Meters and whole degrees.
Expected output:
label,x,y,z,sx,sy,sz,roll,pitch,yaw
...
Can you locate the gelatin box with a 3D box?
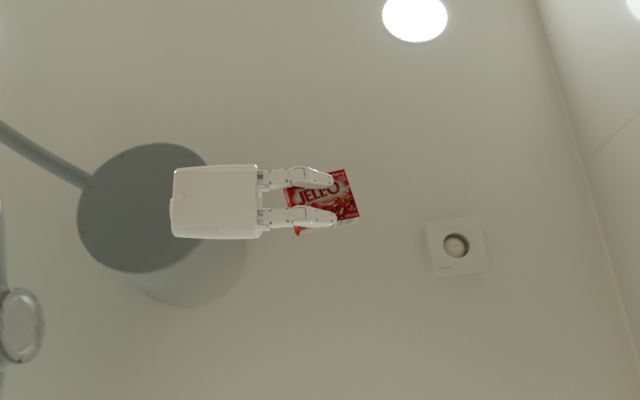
label,x,y,z,sx,sy,sz,roll,pitch,yaw
gelatin box,0.000,0.002,0.650,0.089,0.073,0.030,-12,-20,-14
